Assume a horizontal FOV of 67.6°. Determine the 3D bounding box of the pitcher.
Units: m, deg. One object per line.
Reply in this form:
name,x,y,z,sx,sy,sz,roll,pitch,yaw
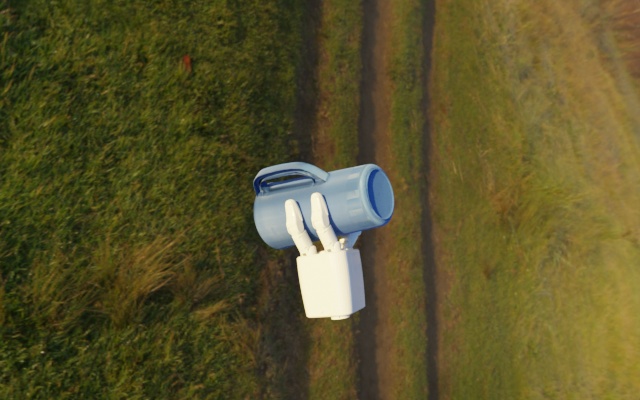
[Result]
pitcher,0.000,0.003,0.865,0.243,0.145,0.149,-13,-10,36
